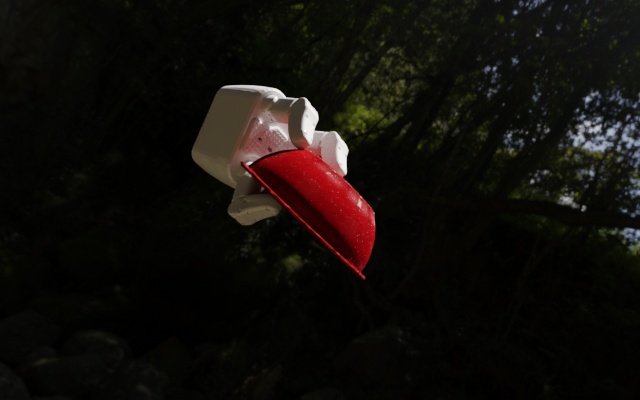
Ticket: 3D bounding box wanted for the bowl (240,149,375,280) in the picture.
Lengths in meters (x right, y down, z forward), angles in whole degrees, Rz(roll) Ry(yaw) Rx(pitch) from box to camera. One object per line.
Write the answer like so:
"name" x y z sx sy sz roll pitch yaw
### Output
"bowl" 0.001 0.002 0.458 0.162 0.055 0.162 44 -2 2
